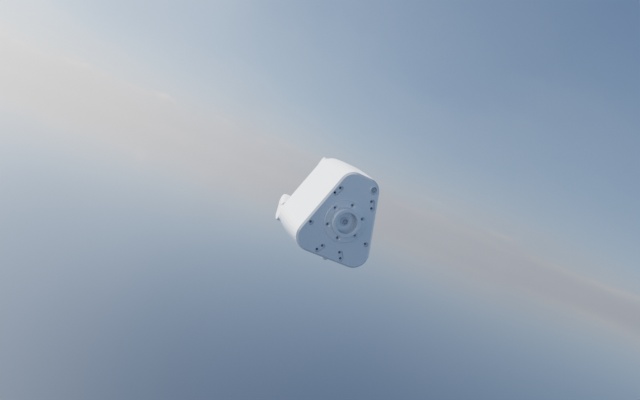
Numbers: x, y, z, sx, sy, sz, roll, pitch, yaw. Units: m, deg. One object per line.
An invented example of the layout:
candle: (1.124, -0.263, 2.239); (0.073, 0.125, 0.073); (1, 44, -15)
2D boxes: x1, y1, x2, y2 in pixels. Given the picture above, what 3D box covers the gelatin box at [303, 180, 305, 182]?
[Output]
gelatin box: (0.000, 0.002, 0.725); (0.073, 0.030, 0.089); (24, 11, -3)
